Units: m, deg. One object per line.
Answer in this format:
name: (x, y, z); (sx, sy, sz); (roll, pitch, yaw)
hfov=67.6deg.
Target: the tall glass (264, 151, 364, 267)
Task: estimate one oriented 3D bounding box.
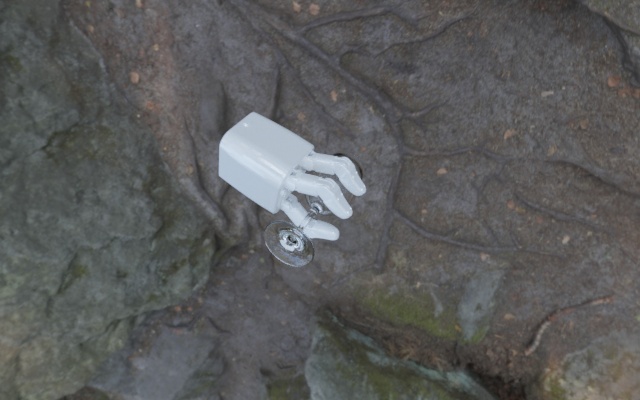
tall glass: (0.000, 0.003, 0.691); (0.079, 0.079, 0.201); (0, 33, 30)
